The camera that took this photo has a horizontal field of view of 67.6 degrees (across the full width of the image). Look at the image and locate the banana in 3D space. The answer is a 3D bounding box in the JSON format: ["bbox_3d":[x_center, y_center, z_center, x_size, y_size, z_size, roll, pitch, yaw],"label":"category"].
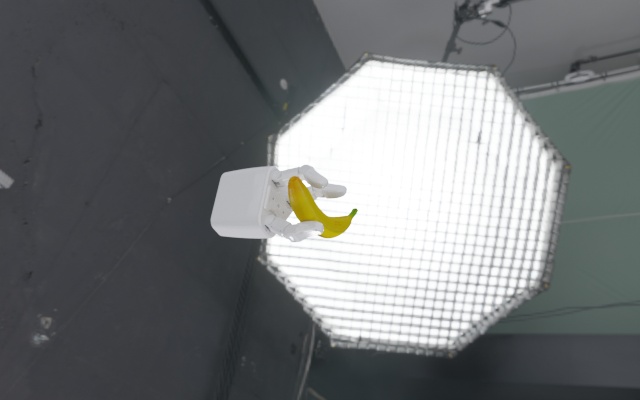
[{"bbox_3d":[-0.001,0.021,0.761,0.037,0.069,0.198,3,-13,32],"label":"banana"}]
